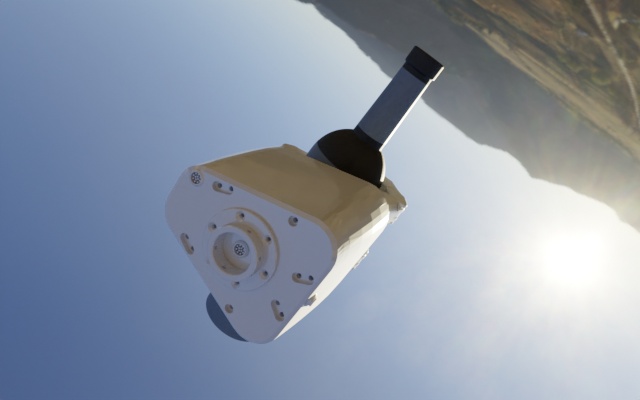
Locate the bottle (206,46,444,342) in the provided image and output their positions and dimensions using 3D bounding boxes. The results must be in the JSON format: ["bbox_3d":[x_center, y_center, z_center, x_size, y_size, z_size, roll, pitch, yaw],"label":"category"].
[{"bbox_3d":[0.000,0.002,0.412,0.069,0.296,0.069,31,22,-14],"label":"bottle"}]
